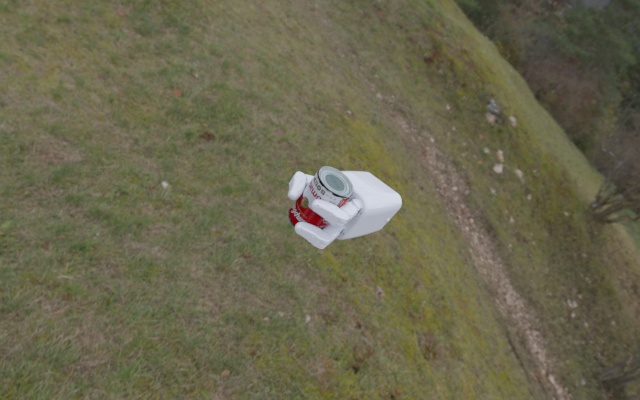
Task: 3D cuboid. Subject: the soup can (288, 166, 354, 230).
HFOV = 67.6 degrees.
[{"bbox_3d":[0.000,0.002,0.778,0.068,0.068,0.102,0,-41,-41],"label":"soup can"}]
